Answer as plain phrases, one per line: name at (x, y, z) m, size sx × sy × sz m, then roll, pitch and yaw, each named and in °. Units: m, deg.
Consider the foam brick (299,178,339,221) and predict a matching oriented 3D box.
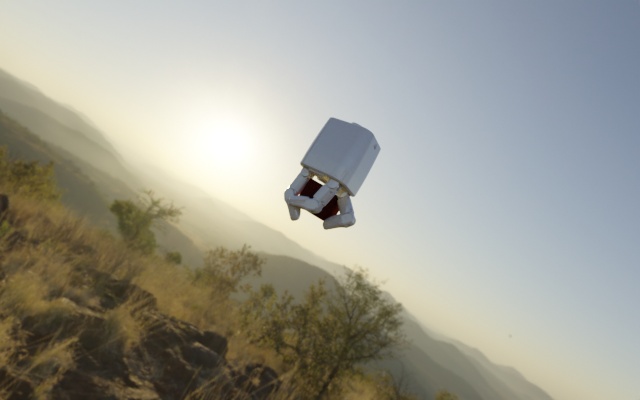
foam brick at (0.000, 0.003, 0.877) m, size 0.053 × 0.051 × 0.078 m, roll 30°, pitch -5°, yaw 24°
